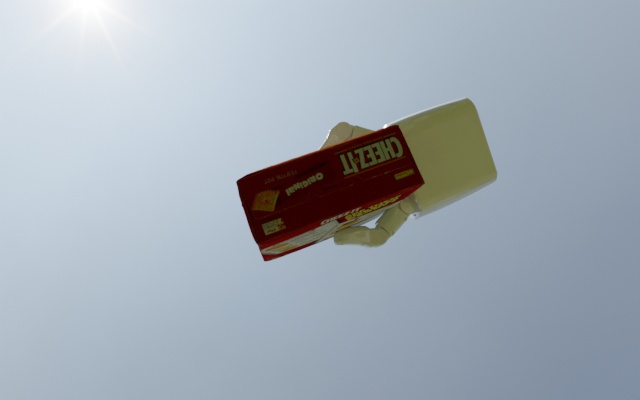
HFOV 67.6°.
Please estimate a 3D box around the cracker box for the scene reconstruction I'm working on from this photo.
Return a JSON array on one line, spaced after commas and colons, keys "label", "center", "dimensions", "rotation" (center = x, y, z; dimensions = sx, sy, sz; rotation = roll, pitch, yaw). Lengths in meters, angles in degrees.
[{"label": "cracker box", "center": [0.000, 0.002, 0.529], "dimensions": [0.164, 0.072, 0.214], "rotation": [-20, -9, -9]}]
